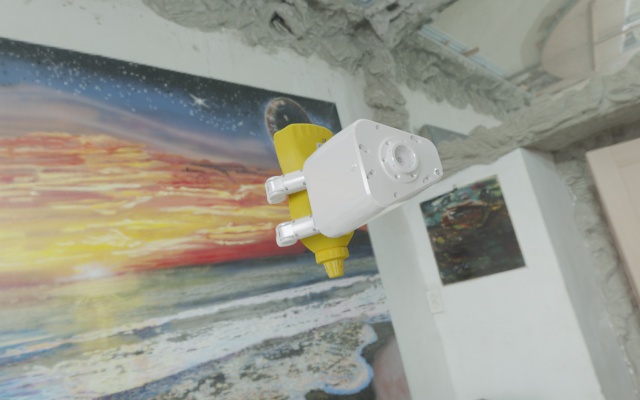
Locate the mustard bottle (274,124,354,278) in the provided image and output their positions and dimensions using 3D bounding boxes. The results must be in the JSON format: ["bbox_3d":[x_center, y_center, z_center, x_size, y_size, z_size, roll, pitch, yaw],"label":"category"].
[{"bbox_3d":[0.000,0.002,0.606,0.058,0.191,0.096,-22,-16,34],"label":"mustard bottle"}]
